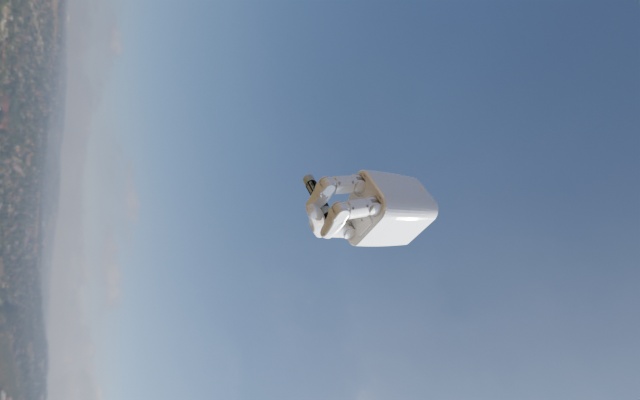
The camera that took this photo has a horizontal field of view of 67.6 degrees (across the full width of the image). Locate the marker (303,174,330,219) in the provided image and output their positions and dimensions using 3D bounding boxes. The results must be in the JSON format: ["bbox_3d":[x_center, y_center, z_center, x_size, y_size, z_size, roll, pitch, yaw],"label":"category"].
[{"bbox_3d":[0.000,0.002,0.737,0.020,0.020,0.121,0,39,-26],"label":"marker"}]
